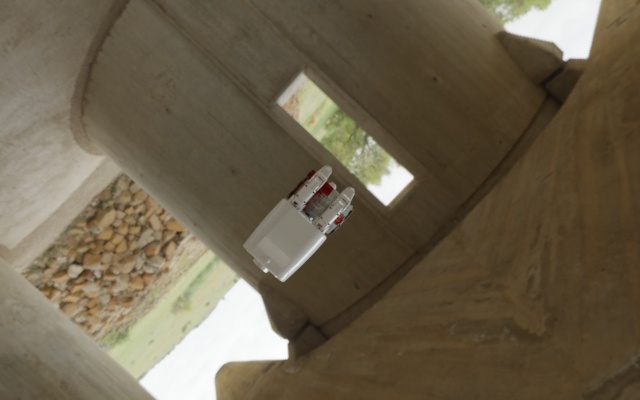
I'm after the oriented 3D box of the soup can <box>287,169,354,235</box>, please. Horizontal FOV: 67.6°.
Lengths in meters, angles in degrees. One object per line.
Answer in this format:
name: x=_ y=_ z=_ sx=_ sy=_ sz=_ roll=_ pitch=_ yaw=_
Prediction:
soup can: x=0.001 y=0.003 z=0.841 sx=0.102 sy=0.068 sz=0.068 roll=43 pitch=-2 yaw=-2
